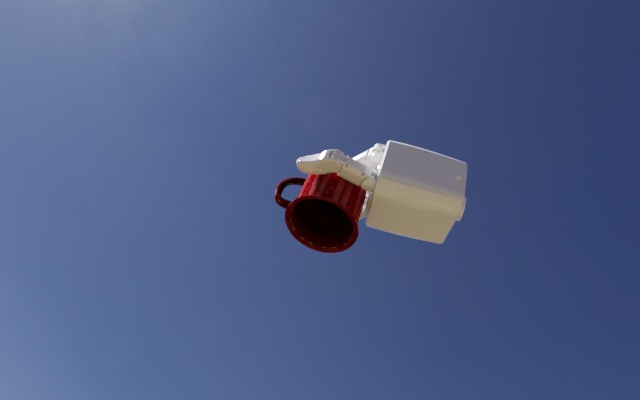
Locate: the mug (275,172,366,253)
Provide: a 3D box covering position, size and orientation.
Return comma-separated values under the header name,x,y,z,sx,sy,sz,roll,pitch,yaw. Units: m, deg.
name,x,y,z,sx,sy,sz,roll,pitch,yaw
mug,-0.001,0.001,0.607,0.117,0.093,0.081,17,43,6
